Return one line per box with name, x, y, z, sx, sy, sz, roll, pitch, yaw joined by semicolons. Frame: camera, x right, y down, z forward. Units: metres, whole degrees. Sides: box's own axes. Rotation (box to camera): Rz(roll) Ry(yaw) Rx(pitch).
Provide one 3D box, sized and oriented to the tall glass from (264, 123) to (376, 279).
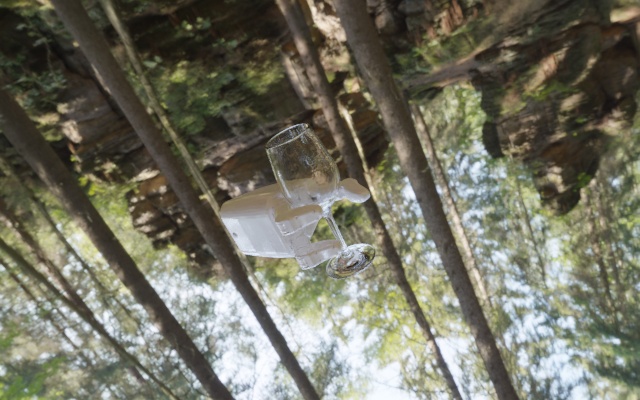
tall glass;0.001;0.003;0.621;0.079;0.201;0.079;-22;23;10
